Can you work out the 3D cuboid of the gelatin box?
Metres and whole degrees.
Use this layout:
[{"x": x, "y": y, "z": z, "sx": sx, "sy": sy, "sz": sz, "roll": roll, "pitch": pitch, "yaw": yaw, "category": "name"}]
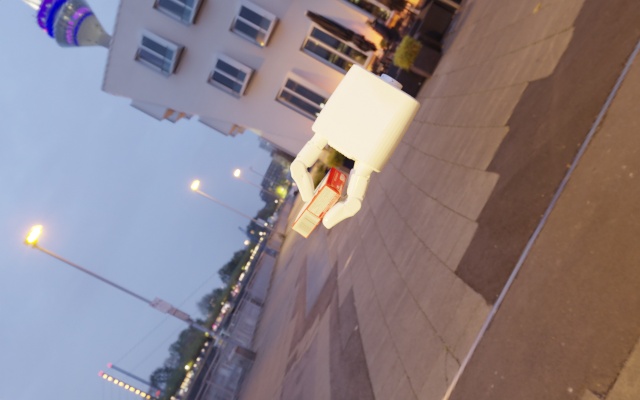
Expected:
[{"x": 0.000, "y": 0.002, "z": 0.692, "sx": 0.030, "sy": 0.089, "sz": 0.073, "roll": 36, "pitch": 22, "yaw": -5, "category": "gelatin box"}]
